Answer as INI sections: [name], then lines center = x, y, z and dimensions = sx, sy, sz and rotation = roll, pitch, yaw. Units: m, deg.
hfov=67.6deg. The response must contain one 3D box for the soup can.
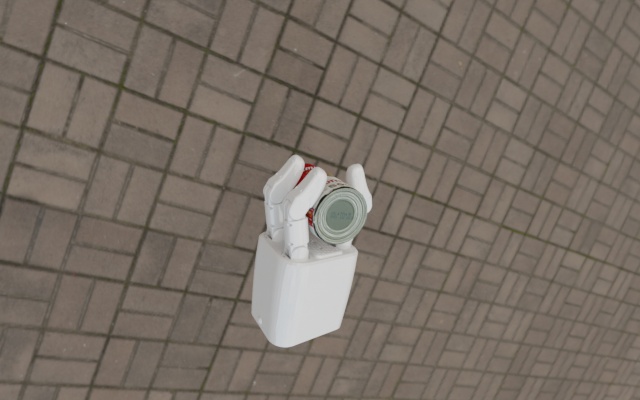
[soup can]
center = 0.000, 0.001, 0.553
dimensions = 0.068, 0.068, 0.102
rotation = 0, 18, -28
